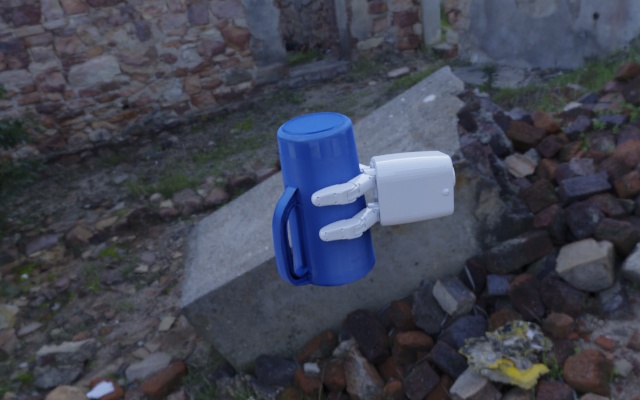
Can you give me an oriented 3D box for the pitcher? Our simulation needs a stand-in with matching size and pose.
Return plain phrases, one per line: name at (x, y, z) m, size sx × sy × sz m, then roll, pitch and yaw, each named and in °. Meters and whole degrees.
pitcher at (0.000, 0.002, 0.715) m, size 0.145 × 0.243 × 0.149 m, roll -7°, pitch 26°, yaw 4°
